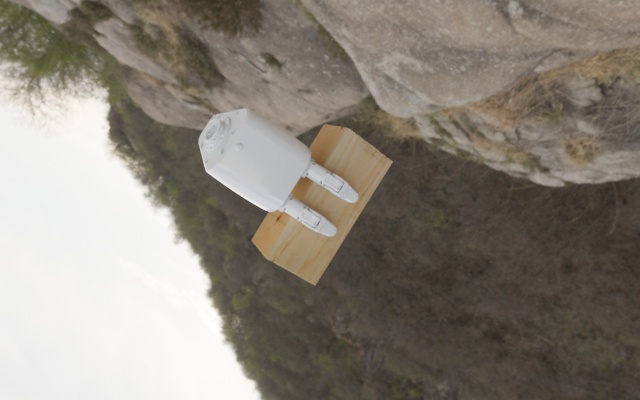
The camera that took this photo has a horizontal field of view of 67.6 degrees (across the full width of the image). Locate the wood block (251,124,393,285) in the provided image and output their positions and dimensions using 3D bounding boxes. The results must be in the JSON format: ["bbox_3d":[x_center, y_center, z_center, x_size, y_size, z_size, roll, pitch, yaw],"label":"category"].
[{"bbox_3d":[0.000,0.002,0.692,0.090,0.206,0.091,33,-1,-25],"label":"wood block"}]
